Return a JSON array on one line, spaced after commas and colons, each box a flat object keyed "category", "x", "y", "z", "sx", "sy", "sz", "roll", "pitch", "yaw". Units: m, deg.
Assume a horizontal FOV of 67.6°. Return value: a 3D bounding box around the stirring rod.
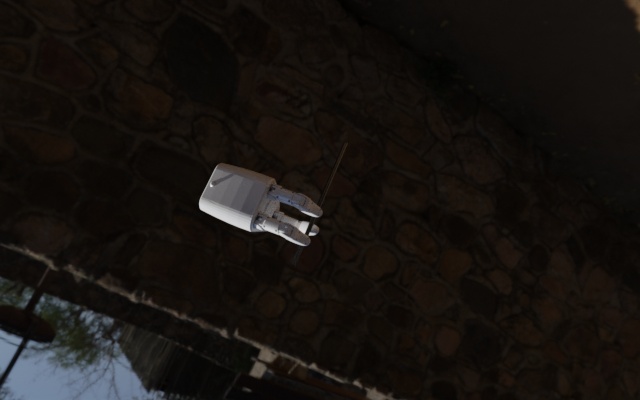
[{"category": "stirring rod", "x": 0.000, "y": 0.003, "z": 0.837, "sx": 0.011, "sy": 0.239, "sz": 0.011, "roll": 22, "pitch": -14, "yaw": 6}]
